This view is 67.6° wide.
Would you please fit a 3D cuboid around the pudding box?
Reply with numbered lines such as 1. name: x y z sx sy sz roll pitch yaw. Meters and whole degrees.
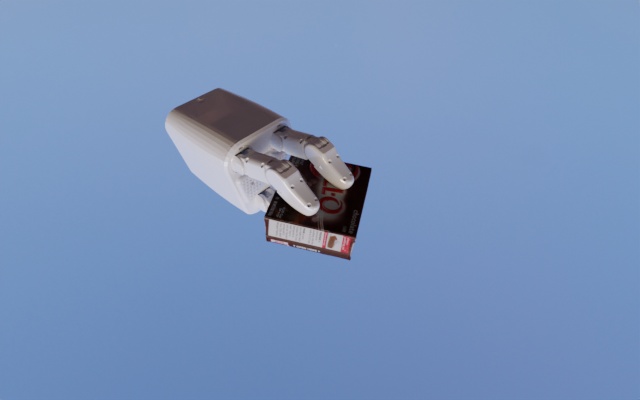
1. pudding box: 0.000 0.002 0.492 0.090 0.039 0.113 12 45 6
